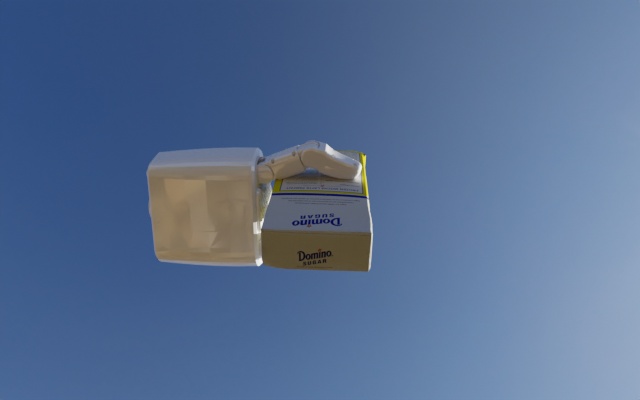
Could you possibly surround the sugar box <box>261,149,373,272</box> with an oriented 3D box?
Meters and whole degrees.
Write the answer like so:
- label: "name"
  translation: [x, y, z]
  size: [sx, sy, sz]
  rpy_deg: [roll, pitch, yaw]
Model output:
- label: "sugar box"
  translation: [0.000, 0.002, 0.467]
  size: [0.093, 0.048, 0.176]
  rpy_deg: [2, 30, 2]
